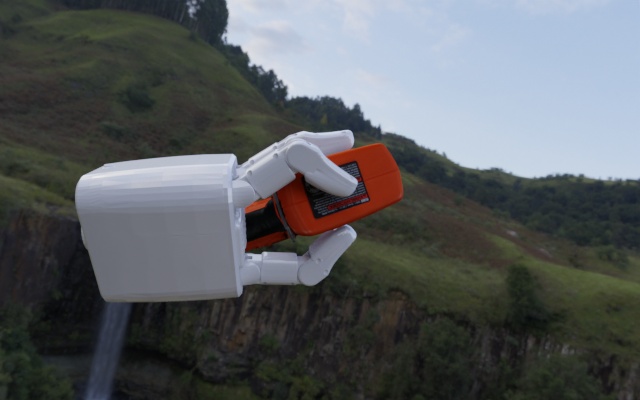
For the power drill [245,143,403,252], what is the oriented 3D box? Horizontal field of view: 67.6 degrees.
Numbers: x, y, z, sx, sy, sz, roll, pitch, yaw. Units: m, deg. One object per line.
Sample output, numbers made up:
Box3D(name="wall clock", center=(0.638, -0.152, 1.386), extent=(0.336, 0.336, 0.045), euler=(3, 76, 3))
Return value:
Box3D(name="power drill", center=(0.000, 0.001, 0.462), extent=(0.184, 0.057, 0.188), euler=(-21, -3, -23))
